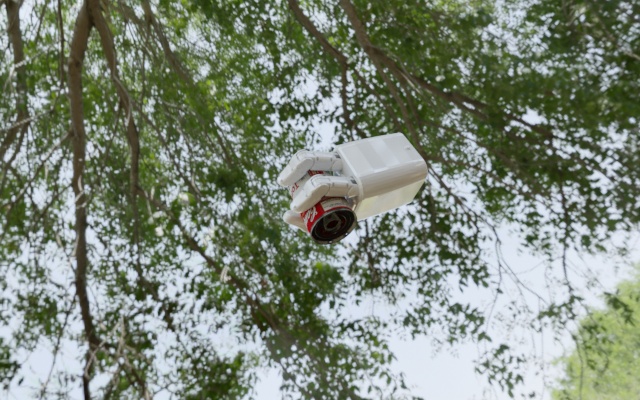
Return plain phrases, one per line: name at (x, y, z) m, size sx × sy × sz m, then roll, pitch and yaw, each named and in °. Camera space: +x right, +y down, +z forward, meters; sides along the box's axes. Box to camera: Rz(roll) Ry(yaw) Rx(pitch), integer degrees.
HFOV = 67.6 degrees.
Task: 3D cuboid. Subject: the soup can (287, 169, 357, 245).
soup can at (0.000, 0.002, 0.671) m, size 0.068 × 0.068 × 0.102 m, roll 0°, pitch 43°, yaw -31°
